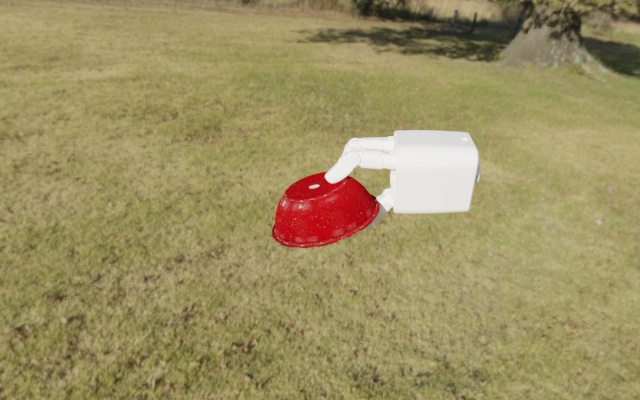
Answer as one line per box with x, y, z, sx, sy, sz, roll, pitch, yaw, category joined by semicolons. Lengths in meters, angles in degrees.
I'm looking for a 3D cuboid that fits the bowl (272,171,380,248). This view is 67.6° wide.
-0.001;0.002;0.678;0.162;0.055;0.162;-15;24;7;bowl
